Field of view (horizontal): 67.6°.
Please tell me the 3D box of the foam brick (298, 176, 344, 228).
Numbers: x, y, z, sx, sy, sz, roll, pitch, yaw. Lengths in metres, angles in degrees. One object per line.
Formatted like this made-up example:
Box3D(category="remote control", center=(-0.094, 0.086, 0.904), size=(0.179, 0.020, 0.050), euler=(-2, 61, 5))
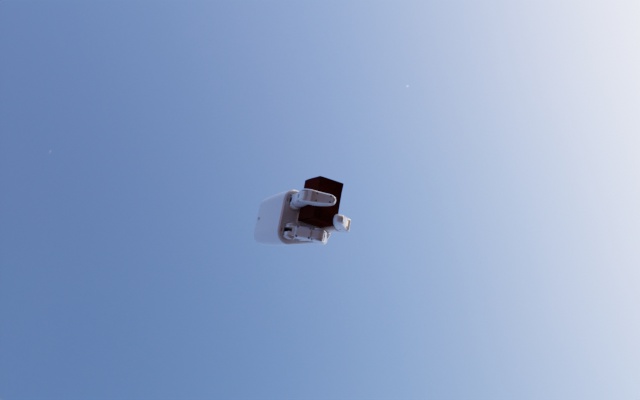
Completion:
Box3D(category="foam brick", center=(0.000, 0.002, 0.839), size=(0.053, 0.078, 0.051), euler=(19, -17, -30))
